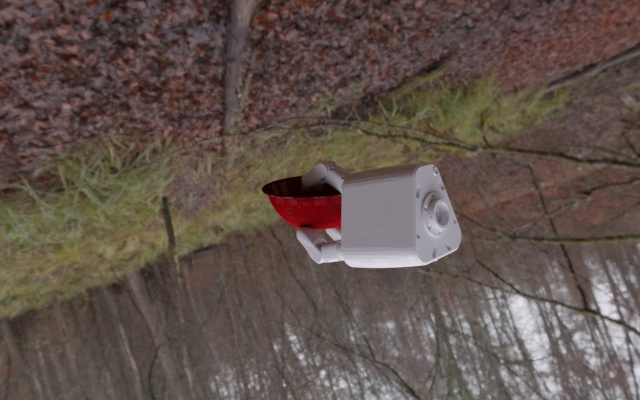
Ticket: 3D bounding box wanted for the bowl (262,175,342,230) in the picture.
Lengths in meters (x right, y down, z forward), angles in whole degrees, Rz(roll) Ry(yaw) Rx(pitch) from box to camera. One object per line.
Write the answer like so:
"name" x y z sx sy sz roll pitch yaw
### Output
"bowl" -0.001 0.002 0.672 0.162 0.055 0.162 -3 14 1
